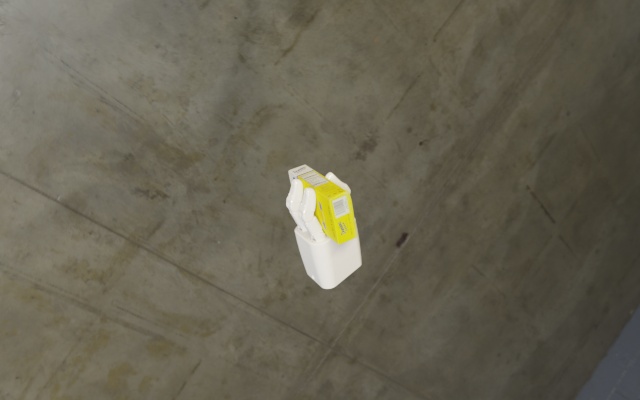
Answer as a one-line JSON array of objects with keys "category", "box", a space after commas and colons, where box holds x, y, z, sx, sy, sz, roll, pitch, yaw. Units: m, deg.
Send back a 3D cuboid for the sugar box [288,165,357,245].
[{"category": "sugar box", "box": [0.000, 0.003, 0.880, 0.048, 0.093, 0.176, -22, 28, -22]}]
